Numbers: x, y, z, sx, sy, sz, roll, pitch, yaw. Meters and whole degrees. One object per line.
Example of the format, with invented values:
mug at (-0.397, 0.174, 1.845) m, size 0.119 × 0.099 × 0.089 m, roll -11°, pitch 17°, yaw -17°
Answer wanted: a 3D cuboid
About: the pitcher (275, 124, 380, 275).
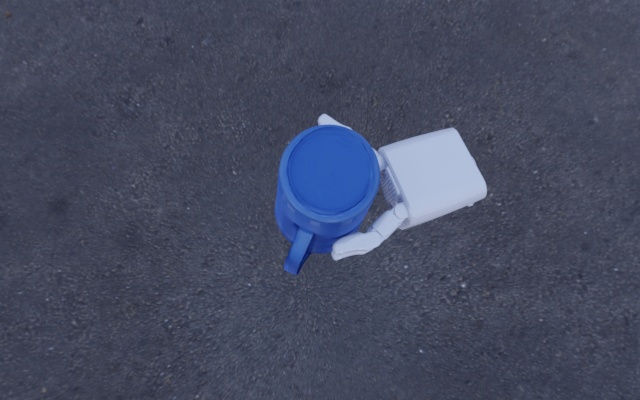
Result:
pitcher at (0.000, 0.002, 0.610) m, size 0.145 × 0.149 × 0.243 m, roll -19°, pitch -9°, yaw -6°
